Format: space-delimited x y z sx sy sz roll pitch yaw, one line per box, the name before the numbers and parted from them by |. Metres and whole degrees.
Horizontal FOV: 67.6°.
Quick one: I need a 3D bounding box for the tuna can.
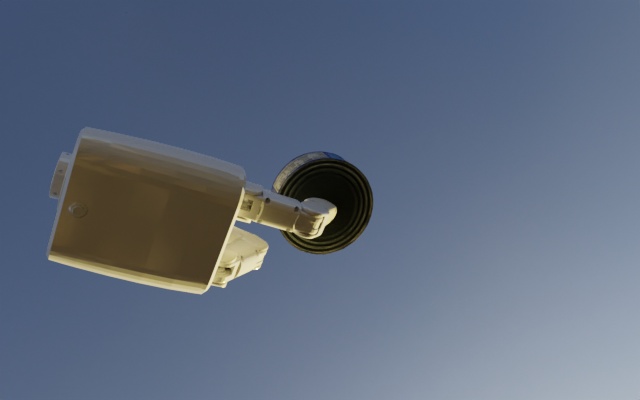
tuna can | 0.000 0.001 0.416 0.086 0.086 0.033 0 19 -16
